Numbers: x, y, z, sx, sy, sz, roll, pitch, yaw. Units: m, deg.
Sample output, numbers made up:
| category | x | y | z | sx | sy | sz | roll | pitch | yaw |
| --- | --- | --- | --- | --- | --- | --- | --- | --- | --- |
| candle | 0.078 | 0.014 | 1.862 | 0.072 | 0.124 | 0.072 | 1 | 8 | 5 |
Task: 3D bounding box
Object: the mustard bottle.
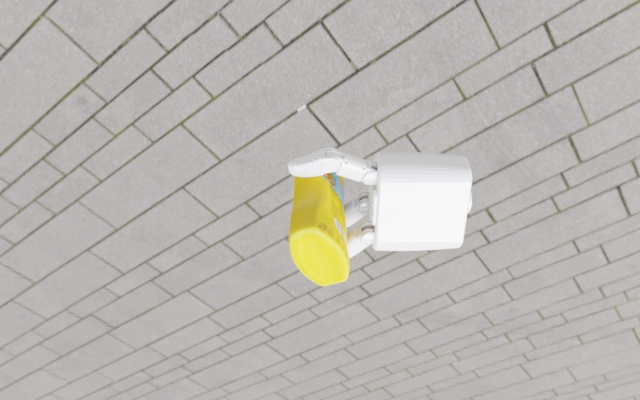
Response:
| category | x | y | z | sx | sy | sz | roll | pitch | yaw |
| --- | --- | --- | --- | --- | --- | --- | --- | --- | --- |
| mustard bottle | 0.000 | 0.002 | 0.582 | 0.058 | 0.096 | 0.191 | -18 | 39 | 16 |
